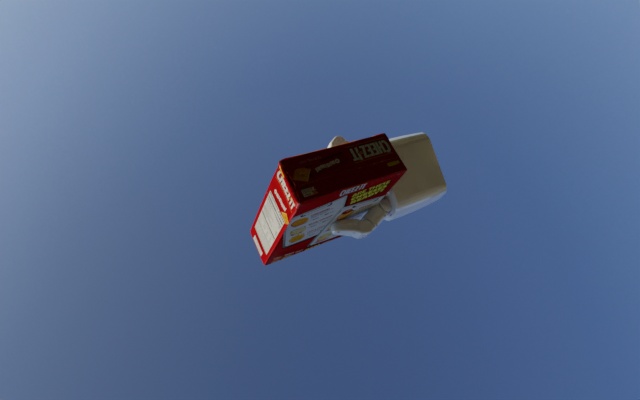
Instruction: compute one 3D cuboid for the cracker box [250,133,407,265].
[{"bbox_3d":[0.000,0.002,0.681,0.164,0.072,0.214,-18,-20,-26],"label":"cracker box"}]
